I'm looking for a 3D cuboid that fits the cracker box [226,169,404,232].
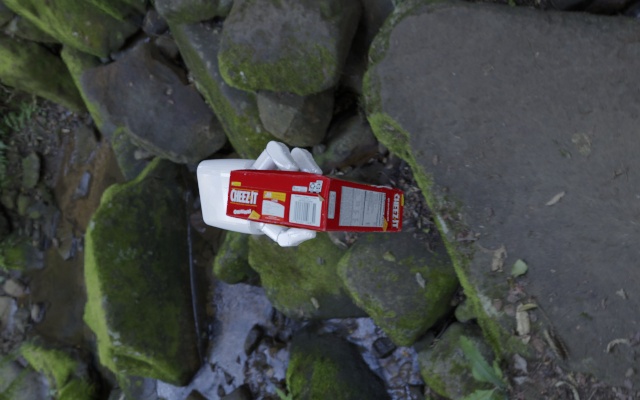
[{"bbox_3d":[0.000,0.002,0.680,0.164,0.072,0.214,6,0,34],"label":"cracker box"}]
